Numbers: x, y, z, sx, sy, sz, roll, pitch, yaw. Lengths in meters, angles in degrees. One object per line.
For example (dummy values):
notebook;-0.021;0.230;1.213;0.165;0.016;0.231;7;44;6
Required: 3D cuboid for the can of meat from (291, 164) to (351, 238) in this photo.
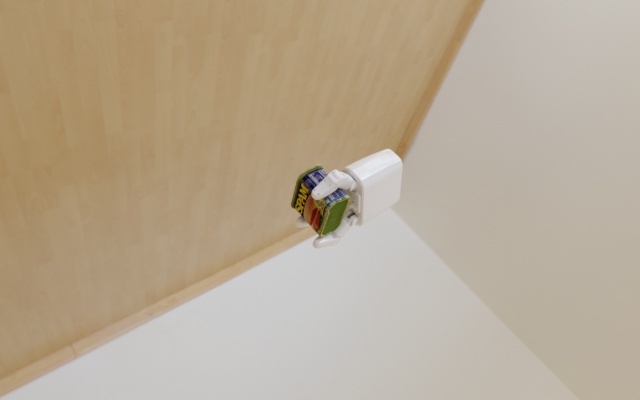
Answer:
can of meat;0.000;0.003;0.833;0.057;0.084;0.102;-26;-29;-33
